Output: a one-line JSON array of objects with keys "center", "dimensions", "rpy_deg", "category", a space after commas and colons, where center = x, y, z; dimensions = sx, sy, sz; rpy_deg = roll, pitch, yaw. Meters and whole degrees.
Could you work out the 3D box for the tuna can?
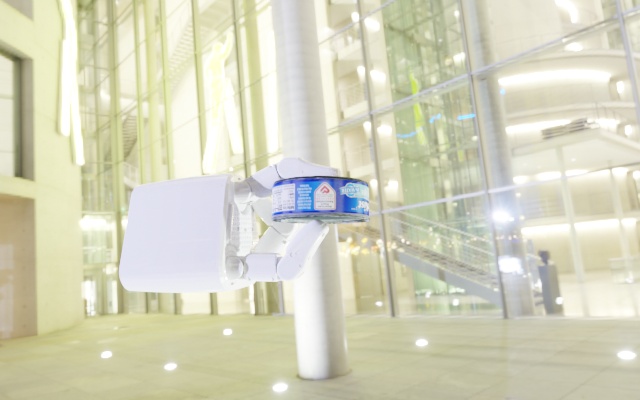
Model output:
[{"center": [0.000, 0.001, 0.418], "dimensions": [0.086, 0.033, 0.086], "rpy_deg": [0, -7, 0], "category": "tuna can"}]
